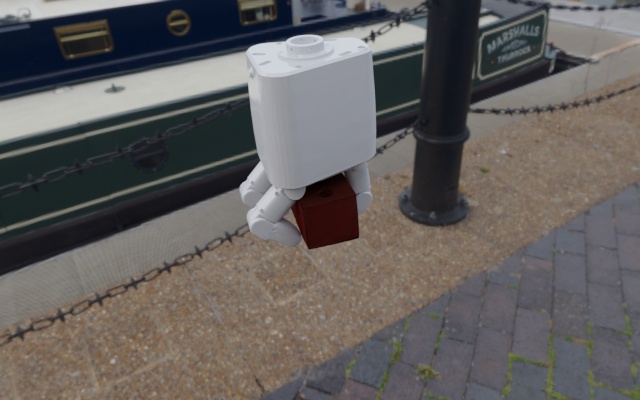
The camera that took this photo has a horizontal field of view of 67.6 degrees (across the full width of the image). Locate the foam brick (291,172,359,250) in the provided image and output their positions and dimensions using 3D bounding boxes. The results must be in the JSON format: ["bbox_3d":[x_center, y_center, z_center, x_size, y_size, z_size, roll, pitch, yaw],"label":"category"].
[{"bbox_3d":[0.000,0.002,0.472,0.053,0.051,0.078,-14,36,-11],"label":"foam brick"}]
